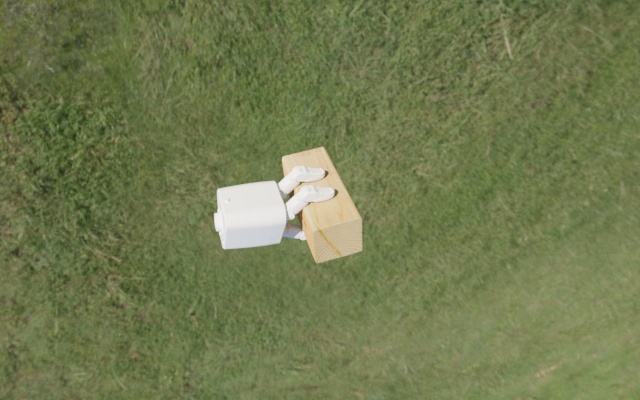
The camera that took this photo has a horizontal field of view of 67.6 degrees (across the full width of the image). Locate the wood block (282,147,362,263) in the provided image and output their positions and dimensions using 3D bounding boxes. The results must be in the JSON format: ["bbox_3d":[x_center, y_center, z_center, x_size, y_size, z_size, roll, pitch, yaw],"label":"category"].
[{"bbox_3d":[0.000,0.003,0.892,0.090,0.091,0.206,-15,46,-10],"label":"wood block"}]
